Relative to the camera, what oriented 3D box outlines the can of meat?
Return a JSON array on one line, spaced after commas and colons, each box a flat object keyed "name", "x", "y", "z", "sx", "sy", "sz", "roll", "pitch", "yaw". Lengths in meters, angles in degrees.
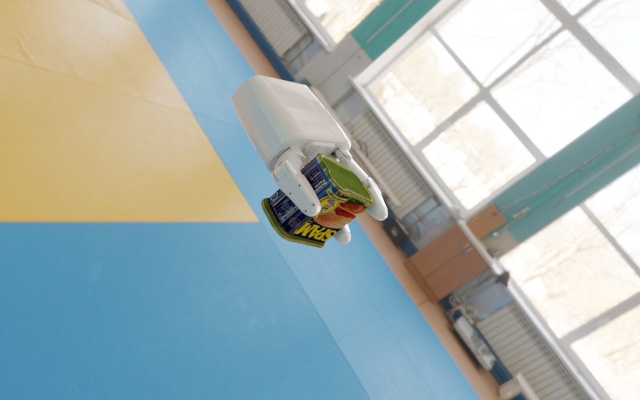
[{"name": "can of meat", "x": 0.000, "y": 0.002, "z": 0.524, "sx": 0.084, "sy": 0.057, "sz": 0.102, "roll": -40, "pitch": -29, "yaw": 17}]
